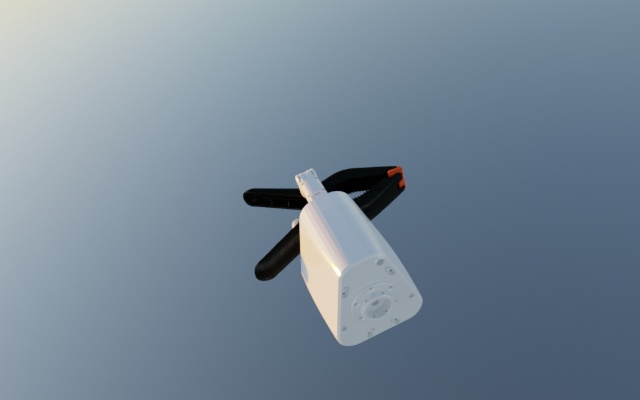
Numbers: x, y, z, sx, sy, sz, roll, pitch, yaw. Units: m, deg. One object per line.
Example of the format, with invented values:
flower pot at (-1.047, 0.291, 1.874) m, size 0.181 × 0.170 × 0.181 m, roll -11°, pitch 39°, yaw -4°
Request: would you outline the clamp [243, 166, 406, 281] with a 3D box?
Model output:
clamp at (0.000, 0.001, 0.590) m, size 0.210 × 0.036 × 0.164 m, roll -24°, pitch 38°, yaw -6°
